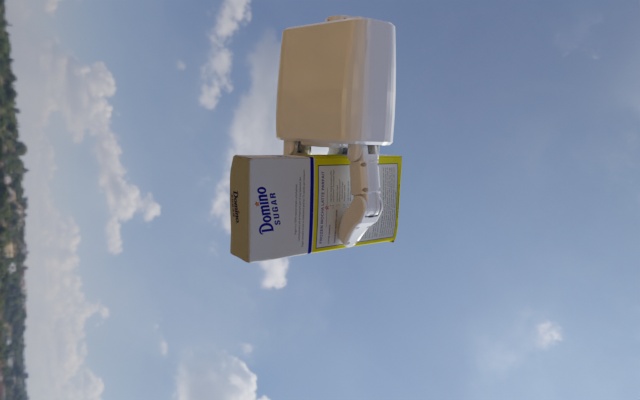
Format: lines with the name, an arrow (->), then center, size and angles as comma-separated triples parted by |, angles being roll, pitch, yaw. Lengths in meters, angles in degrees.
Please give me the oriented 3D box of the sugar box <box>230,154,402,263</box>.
sugar box -> 0.000, 0.001, 0.464 | 0.176, 0.093, 0.048 | -3, 10, -33
